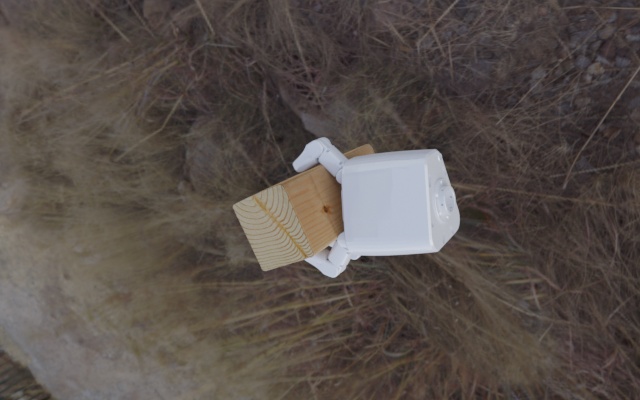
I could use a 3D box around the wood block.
[{"bbox_3d":[0.000,0.002,0.626,0.090,0.091,0.206,-21,5,38],"label":"wood block"}]
